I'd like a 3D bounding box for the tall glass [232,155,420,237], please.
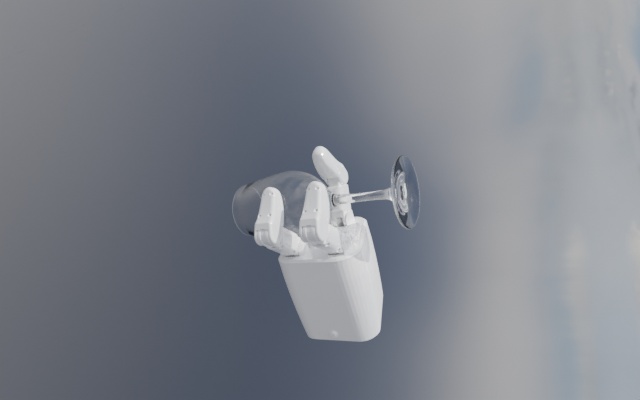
[{"bbox_3d":[0.001,0.001,0.520,0.201,0.079,0.079,-6,-3,30],"label":"tall glass"}]
